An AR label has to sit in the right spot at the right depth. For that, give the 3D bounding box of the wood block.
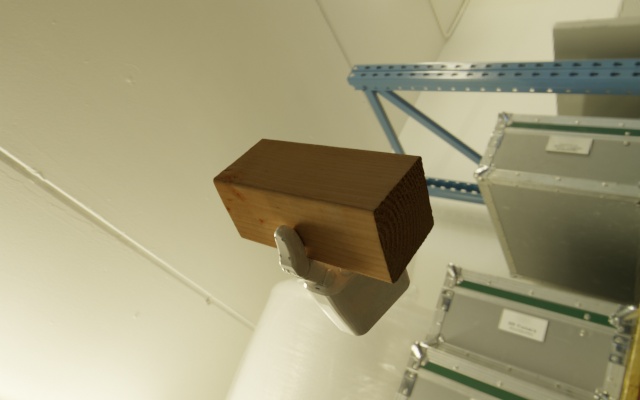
[{"bbox_3d":[0.000,0.002,0.500,0.206,0.090,0.090,11,44,37],"label":"wood block"}]
